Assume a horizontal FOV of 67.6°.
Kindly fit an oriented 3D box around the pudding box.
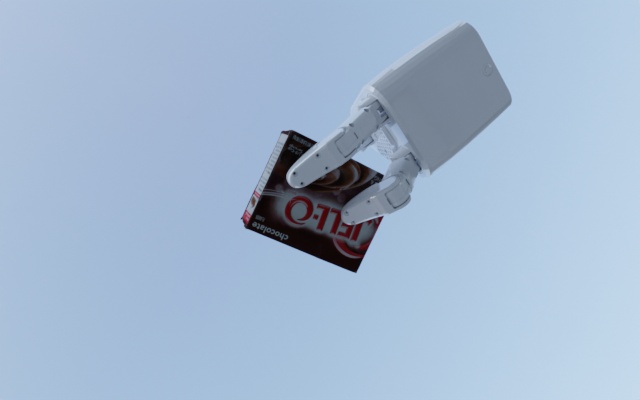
[{"bbox_3d":[0.000,0.001,0.418,0.113,0.090,0.039,24,2,-18],"label":"pudding box"}]
